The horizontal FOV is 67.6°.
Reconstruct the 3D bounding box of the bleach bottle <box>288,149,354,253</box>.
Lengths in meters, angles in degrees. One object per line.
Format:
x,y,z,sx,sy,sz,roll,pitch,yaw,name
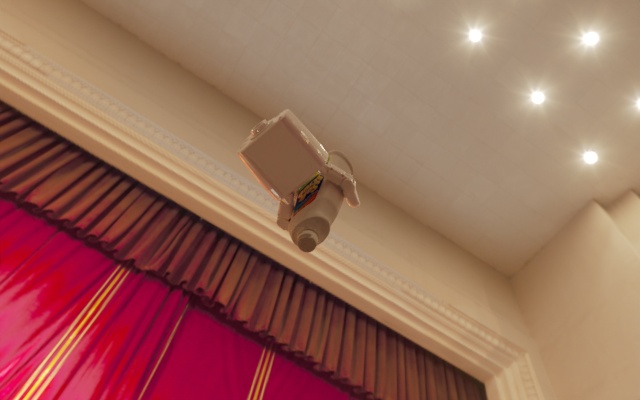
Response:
0.000,0.003,0.821,0.102,0.068,0.250,-33,20,22,bleach bottle
